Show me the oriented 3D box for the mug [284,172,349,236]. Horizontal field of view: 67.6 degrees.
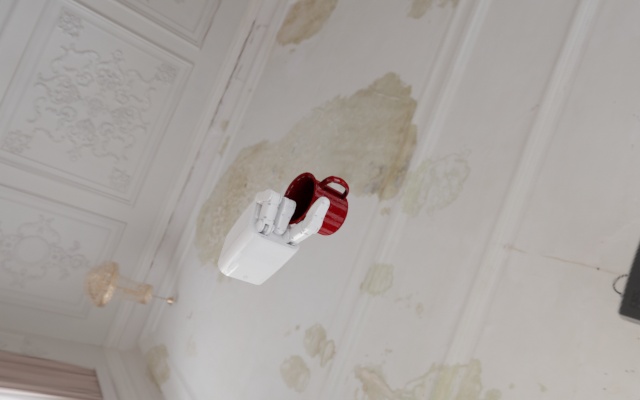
[{"bbox_3d":[0.001,0.002,0.804,0.081,0.093,0.117,26,-57,-33],"label":"mug"}]
